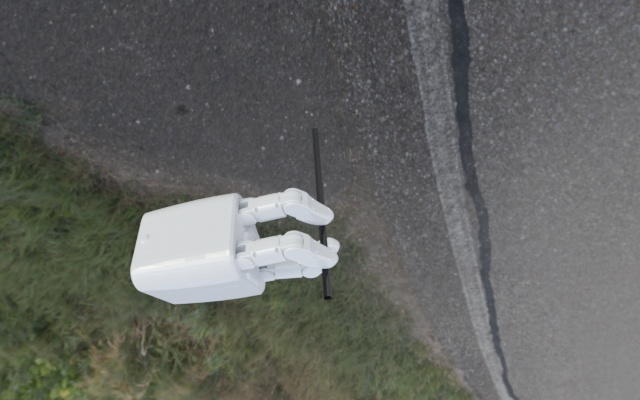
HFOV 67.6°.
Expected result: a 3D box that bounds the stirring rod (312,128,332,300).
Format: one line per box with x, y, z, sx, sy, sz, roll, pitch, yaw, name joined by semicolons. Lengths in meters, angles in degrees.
0.000;0.002;0.535;0.011;0.239;0.011;-3;-40;-2;stirring rod
